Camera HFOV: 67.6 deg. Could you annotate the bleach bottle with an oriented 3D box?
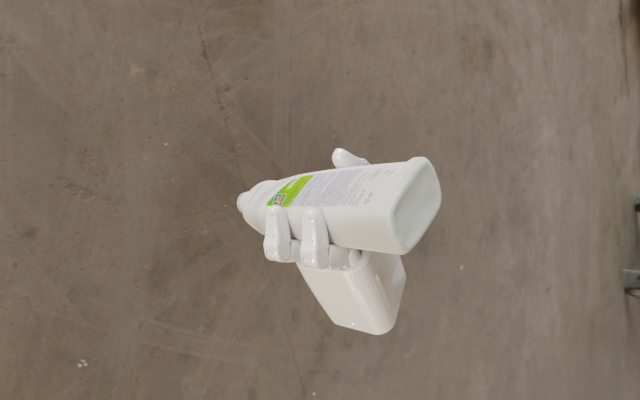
[{"bbox_3d":[0.000,0.002,0.540,0.251,0.068,0.102,3,40,42],"label":"bleach bottle"}]
